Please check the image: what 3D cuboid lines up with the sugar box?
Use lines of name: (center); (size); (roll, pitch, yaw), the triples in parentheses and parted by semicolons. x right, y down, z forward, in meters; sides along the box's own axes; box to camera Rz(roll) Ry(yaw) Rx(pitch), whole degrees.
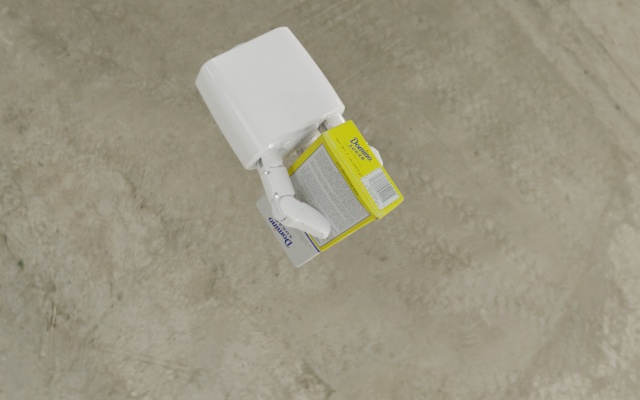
sugar box: (0.000, 0.001, 0.501); (0.048, 0.093, 0.176); (-30, -4, -33)
